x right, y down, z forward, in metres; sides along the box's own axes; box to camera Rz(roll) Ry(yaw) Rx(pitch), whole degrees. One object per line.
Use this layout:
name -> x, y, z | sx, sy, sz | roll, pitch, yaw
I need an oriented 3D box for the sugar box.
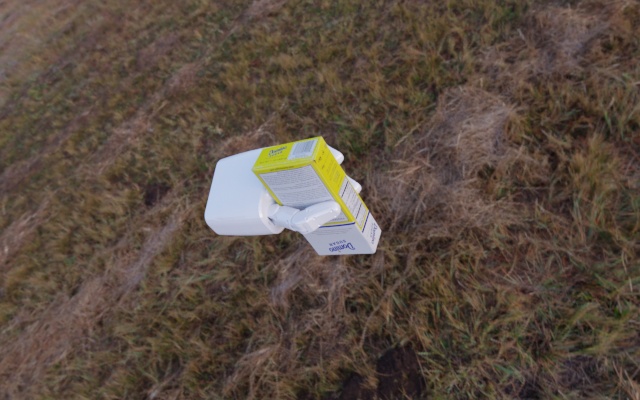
sugar box -> 0.000, 0.002, 0.613 | 0.093, 0.048, 0.176 | -6, -42, 33
